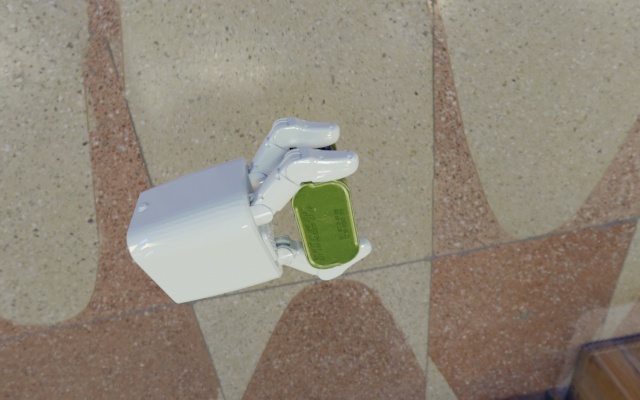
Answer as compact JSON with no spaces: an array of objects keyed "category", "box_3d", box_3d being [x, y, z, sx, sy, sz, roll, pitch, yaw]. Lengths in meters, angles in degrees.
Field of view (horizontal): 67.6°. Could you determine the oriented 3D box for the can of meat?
[{"category":"can of meat","box_3d":[0.000,0.002,0.451,0.057,0.102,0.084,-14,34,0]}]
